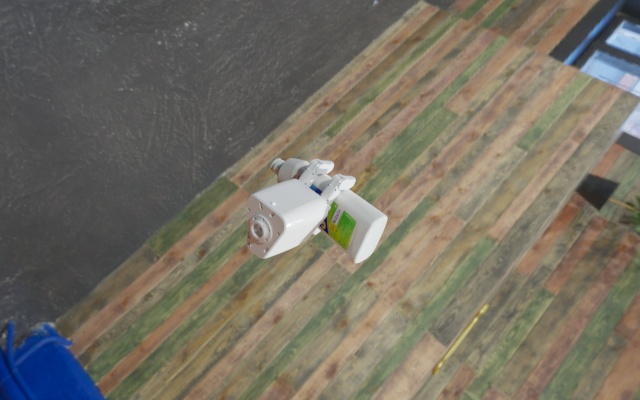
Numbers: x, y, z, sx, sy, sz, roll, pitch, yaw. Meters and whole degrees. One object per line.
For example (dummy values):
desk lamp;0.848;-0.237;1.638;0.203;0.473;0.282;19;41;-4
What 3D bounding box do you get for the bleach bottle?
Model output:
bleach bottle;0.000;0.003;0.890;0.250;0.103;0.068;36;34;26
